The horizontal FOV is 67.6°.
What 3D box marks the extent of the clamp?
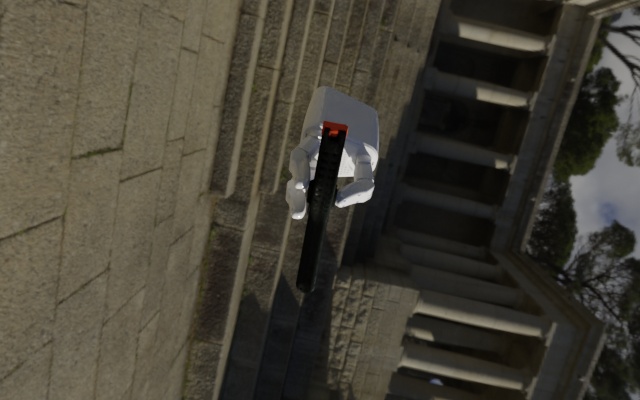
[{"bbox_3d":[0.001,0.002,0.593,0.036,0.164,0.210,9,-45,-3],"label":"clamp"}]
